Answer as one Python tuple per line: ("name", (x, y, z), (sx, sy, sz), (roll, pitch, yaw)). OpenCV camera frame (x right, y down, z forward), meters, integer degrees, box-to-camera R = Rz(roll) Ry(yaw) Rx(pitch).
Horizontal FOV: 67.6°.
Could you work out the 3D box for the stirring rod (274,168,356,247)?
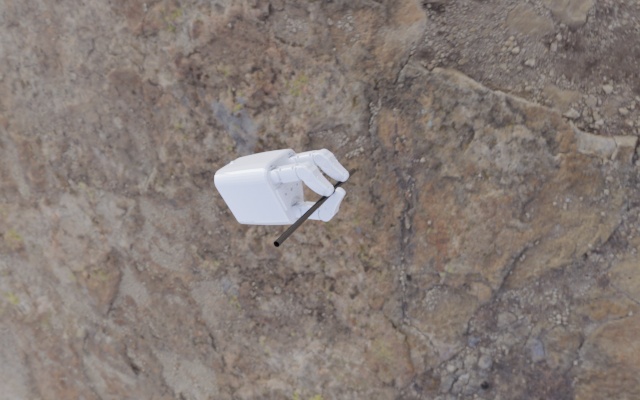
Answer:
("stirring rod", (0.000, 0.002, 0.666), (0.011, 0.011, 0.239), (0, 25, 29))
